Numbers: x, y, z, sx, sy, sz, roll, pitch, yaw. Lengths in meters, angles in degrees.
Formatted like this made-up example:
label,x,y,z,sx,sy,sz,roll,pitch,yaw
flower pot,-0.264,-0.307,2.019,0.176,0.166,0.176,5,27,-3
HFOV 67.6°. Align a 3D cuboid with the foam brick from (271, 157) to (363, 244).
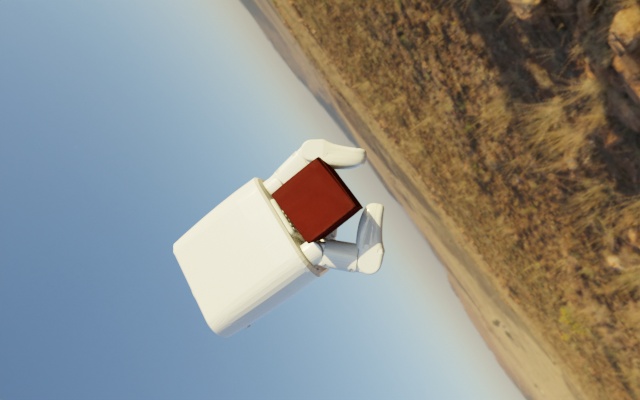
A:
label,x,y,z,sx,sy,sz,roll,pitch,yaw
foam brick,0.000,0.001,0.419,0.051,0.053,0.078,-37,-8,6
